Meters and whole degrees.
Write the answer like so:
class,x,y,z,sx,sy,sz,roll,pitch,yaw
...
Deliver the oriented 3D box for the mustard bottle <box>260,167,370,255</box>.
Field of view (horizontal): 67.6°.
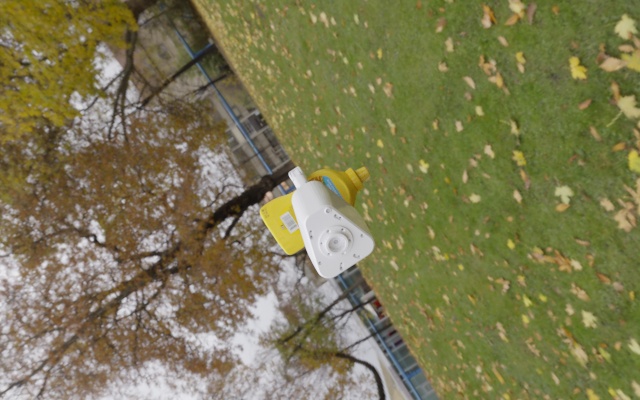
class,x,y,z,sx,sy,sz,roll,pitch,yaw
mustard bottle,0.000,0.003,0.810,0.191,0.096,0.058,-34,-2,2
